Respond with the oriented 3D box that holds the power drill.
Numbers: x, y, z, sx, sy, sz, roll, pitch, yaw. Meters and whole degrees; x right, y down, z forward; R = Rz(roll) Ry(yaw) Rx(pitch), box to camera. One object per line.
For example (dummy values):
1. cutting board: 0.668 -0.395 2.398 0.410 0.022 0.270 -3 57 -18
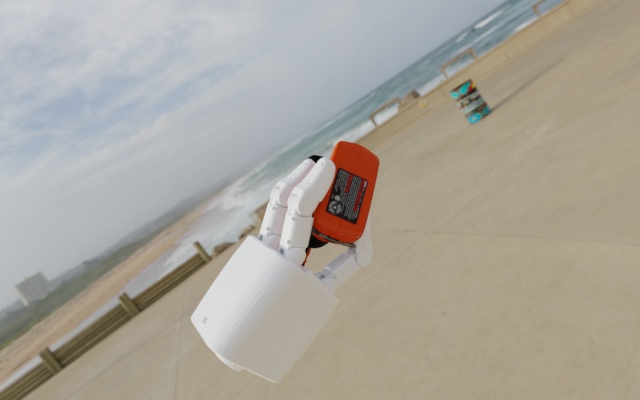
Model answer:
1. power drill: 0.000 0.002 0.562 0.057 0.184 0.188 21 -24 -14
